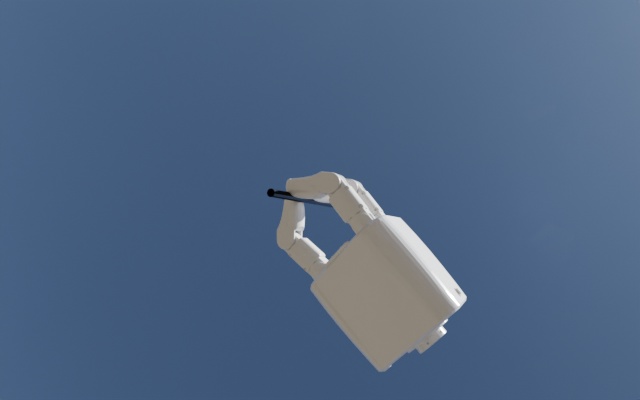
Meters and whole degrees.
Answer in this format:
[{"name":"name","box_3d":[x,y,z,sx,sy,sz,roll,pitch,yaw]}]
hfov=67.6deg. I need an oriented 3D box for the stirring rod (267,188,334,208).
[{"name":"stirring rod","box_3d":[0.000,0.002,0.548,0.011,0.011,0.239,0,-4,22]}]
